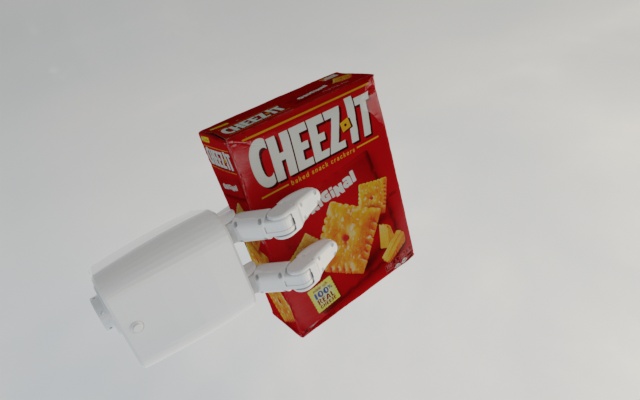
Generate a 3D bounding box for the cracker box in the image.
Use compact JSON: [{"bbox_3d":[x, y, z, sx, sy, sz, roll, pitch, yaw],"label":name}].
[{"bbox_3d":[0.000,0.002,0.478,0.164,0.214,0.072,-30,28,-25],"label":"cracker box"}]
